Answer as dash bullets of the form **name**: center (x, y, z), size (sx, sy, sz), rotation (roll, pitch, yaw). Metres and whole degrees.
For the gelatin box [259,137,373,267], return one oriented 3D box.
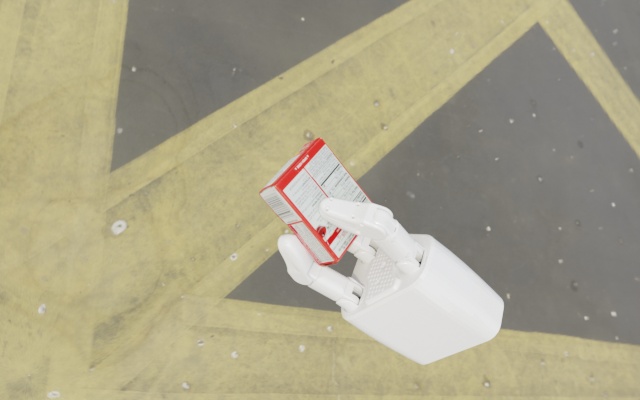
- **gelatin box**: center (0.000, 0.001, 0.420), size (0.030, 0.089, 0.073), rotation (-20, 25, 50)
